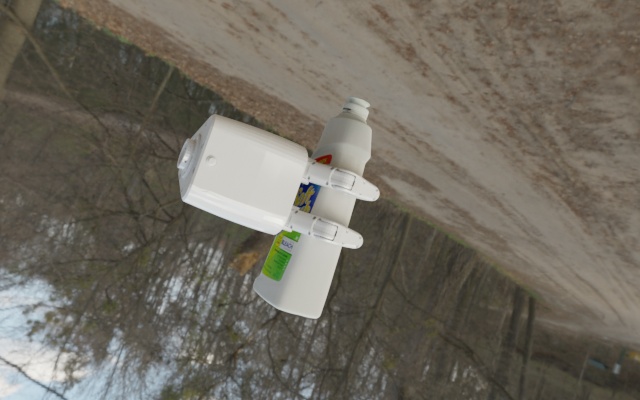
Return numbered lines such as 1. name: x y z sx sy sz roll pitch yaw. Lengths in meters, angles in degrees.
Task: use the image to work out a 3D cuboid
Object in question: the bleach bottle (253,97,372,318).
1. bleach bottle: 0.000 0.002 0.559 0.068 0.251 0.102 21 -4 -25
